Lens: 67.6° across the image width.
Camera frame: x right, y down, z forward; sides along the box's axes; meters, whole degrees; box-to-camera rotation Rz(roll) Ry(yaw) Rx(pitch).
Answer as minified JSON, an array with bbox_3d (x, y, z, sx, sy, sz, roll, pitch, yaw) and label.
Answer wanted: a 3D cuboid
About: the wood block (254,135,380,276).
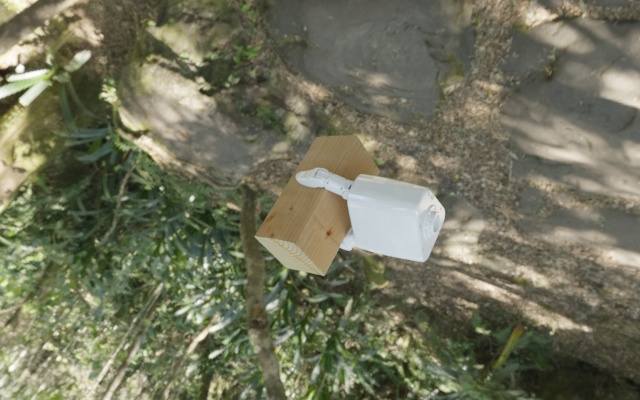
[{"bbox_3d":[0.000,0.002,0.757,0.090,0.206,0.091,5,-35,42],"label":"wood block"}]
